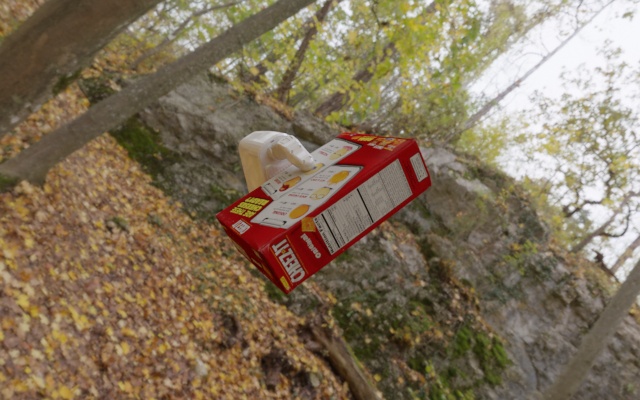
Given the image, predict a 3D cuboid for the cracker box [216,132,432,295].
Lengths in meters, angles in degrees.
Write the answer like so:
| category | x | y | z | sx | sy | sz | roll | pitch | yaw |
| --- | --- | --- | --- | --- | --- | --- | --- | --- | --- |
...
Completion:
| category | x | y | z | sx | sy | sz | roll | pitch | yaw |
| --- | --- | --- | --- | --- | --- | --- | --- | --- | --- |
| cracker box | 0.000 | 0.002 | 0.575 | 0.213 | 0.072 | 0.164 | -35 | 24 | -16 |
